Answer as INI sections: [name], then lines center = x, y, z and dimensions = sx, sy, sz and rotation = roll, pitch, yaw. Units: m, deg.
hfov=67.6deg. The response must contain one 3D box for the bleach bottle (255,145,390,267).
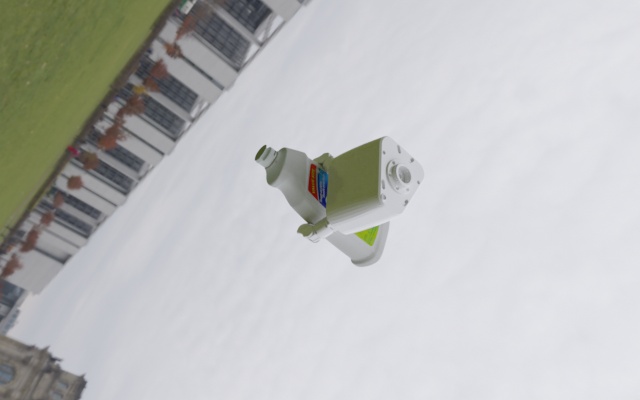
[bleach bottle]
center = 0.000, 0.002, 0.755
dimensions = 0.251, 0.102, 0.068
rotation = 36, -34, -25
